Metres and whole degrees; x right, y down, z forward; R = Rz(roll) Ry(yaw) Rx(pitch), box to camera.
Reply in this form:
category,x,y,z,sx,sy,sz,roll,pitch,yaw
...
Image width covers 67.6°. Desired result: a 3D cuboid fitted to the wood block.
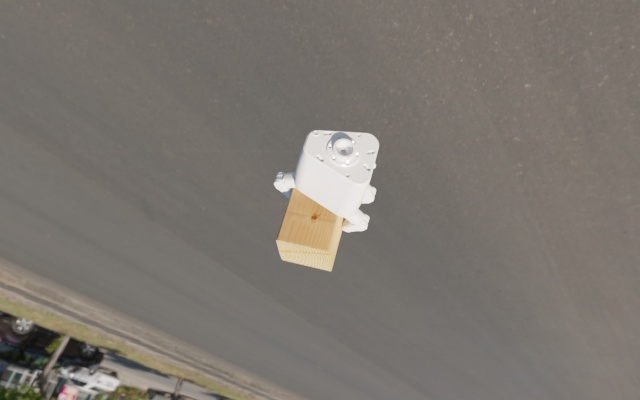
category,x,y,z,sx,sy,sz,roll,pitch,yaw
wood block,0.000,0.003,0.823,0.091,0.206,0.090,12,-27,9
